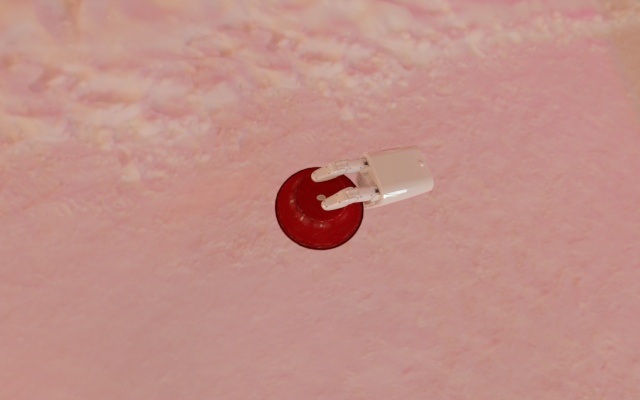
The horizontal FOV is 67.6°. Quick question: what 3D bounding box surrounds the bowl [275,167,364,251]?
[{"bbox_3d":[-0.001,0.003,0.834,0.162,0.162,0.055,0,-22,-4],"label":"bowl"}]
